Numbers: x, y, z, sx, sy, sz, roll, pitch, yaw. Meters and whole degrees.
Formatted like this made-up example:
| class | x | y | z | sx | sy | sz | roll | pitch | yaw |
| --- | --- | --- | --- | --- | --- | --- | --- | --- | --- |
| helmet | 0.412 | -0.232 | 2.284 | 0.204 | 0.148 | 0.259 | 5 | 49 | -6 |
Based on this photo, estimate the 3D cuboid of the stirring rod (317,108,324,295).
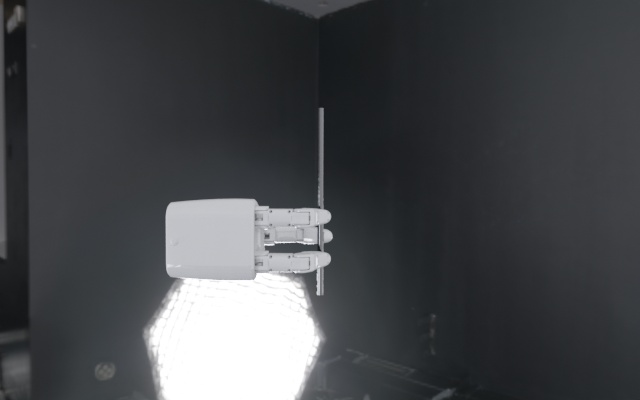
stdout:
| class | x | y | z | sx | sy | sz | roll | pitch | yaw |
| --- | --- | --- | --- | --- | --- | --- | --- | --- | --- |
| stirring rod | 0.000 | 0.002 | 0.616 | 0.011 | 0.239 | 0.011 | 0 | 2 | 0 |
